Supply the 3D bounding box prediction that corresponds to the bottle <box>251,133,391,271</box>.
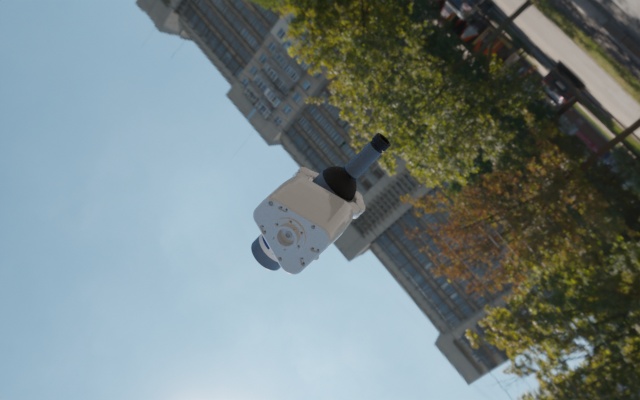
[{"bbox_3d":[0.000,0.003,0.770,0.296,0.069,0.069,-45,-23,26],"label":"bottle"}]
